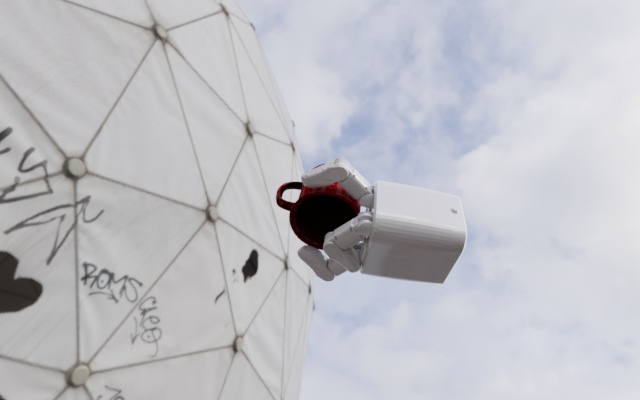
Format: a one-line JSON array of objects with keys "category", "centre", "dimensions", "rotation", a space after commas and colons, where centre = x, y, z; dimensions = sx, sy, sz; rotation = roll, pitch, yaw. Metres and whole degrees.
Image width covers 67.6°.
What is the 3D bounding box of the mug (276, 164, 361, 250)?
[{"category": "mug", "centre": [-0.001, 0.002, 0.624], "dimensions": [0.117, 0.093, 0.081], "rotation": [11, 36, 1]}]
